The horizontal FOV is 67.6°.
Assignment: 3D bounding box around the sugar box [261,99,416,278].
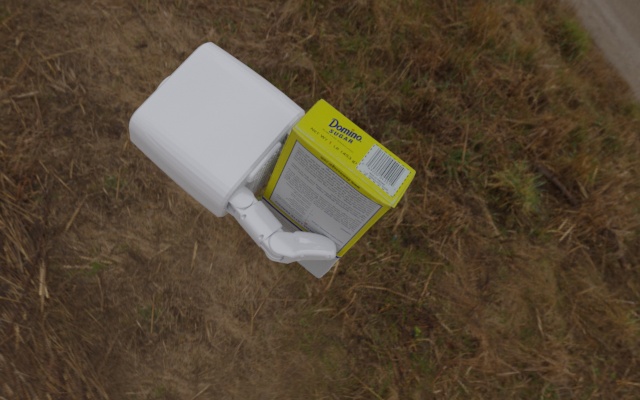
[{"bbox_3d":[0.000,0.001,0.418,0.093,0.048,0.176,39,-29,2],"label":"sugar box"}]
